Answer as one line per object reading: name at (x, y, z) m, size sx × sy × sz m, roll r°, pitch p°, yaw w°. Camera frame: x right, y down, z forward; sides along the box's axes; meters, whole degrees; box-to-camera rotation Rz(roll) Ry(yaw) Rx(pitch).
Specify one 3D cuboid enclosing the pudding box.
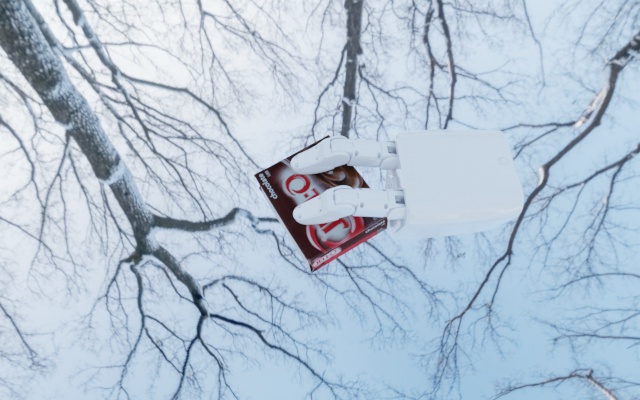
pudding box at (0.000, 0.002, 0.474) m, size 0.090 × 0.113 × 0.039 m, roll -29°, pitch -27°, yaw -12°
